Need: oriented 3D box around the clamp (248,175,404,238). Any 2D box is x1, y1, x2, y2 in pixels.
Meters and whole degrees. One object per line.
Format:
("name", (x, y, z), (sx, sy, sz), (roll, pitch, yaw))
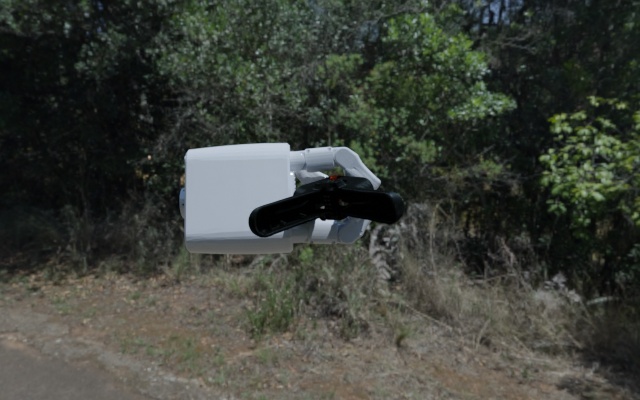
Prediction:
("clamp", (0.000, 0.001, 0.434), (0.120, 0.039, 0.171), (-2, 6, -3))
